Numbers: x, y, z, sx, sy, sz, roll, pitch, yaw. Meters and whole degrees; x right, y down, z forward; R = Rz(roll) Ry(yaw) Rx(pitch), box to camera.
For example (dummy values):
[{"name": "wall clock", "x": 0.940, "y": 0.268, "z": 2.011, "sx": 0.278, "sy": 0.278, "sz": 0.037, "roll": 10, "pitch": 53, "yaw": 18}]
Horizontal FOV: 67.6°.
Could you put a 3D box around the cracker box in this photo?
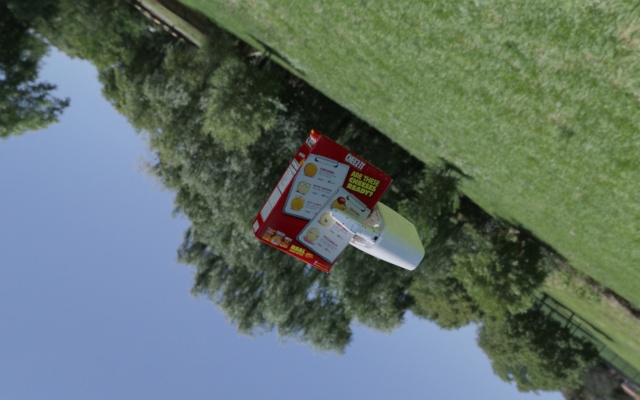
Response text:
[{"name": "cracker box", "x": 0.000, "y": 0.003, "z": 0.867, "sx": 0.164, "sy": 0.214, "sz": 0.072, "roll": 29, "pitch": 10, "yaw": -25}]
